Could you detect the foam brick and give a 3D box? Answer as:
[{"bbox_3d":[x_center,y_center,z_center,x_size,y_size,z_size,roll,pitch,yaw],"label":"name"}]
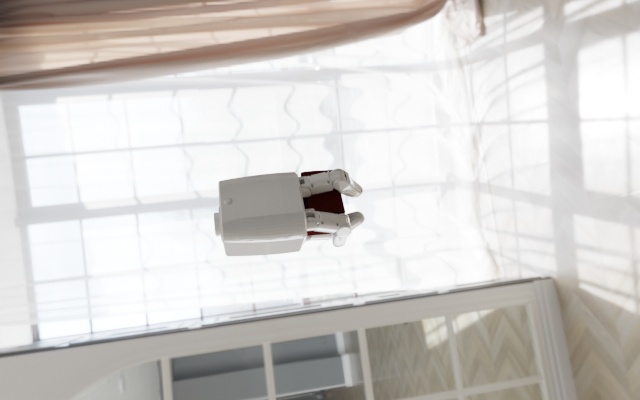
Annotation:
[{"bbox_3d":[0.000,0.002,0.672,0.051,0.078,0.053,-4,-36,-10],"label":"foam brick"}]
